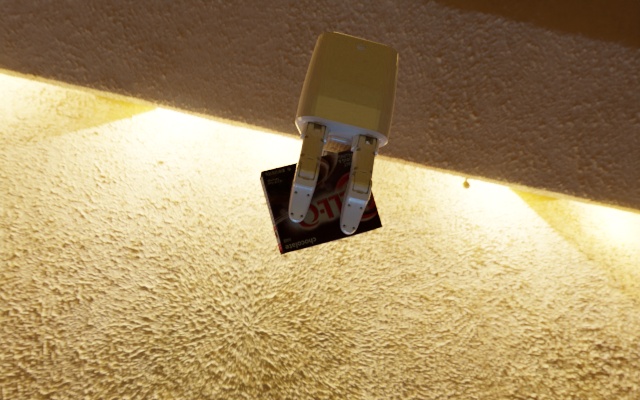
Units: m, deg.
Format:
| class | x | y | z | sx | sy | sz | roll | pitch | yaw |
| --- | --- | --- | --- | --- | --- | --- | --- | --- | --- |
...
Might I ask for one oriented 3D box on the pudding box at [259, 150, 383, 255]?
| class | x | y | z | sx | sy | sz | roll | pitch | yaw |
| --- | --- | --- | --- | --- | --- | --- | --- | --- | --- |
| pudding box | 0.000 | 0.002 | 0.512 | 0.113 | 0.090 | 0.039 | -15 | -8 | -10 |
